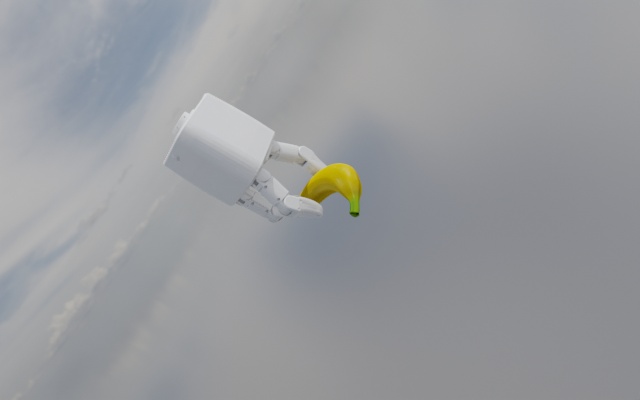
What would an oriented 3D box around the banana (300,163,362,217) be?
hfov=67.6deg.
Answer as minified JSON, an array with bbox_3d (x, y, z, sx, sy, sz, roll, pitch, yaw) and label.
[{"bbox_3d":[0.009,-0.015,0.644,0.037,0.069,0.198,27,-11,-18],"label":"banana"}]
